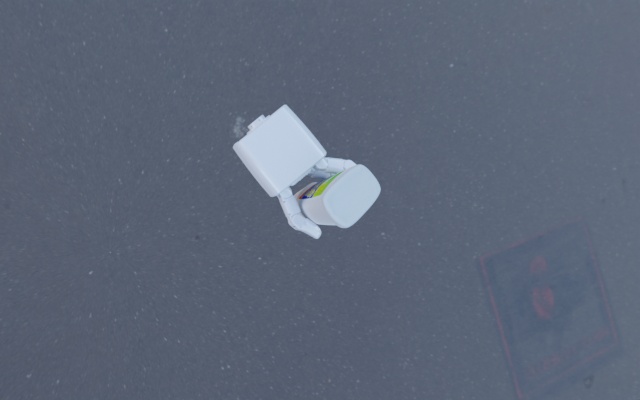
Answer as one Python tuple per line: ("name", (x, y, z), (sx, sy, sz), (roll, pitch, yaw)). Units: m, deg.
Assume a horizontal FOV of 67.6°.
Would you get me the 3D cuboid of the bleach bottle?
("bleach bottle", (0.000, 0.003, 0.822), (0.102, 0.068, 0.251), (-44, 12, -21))
